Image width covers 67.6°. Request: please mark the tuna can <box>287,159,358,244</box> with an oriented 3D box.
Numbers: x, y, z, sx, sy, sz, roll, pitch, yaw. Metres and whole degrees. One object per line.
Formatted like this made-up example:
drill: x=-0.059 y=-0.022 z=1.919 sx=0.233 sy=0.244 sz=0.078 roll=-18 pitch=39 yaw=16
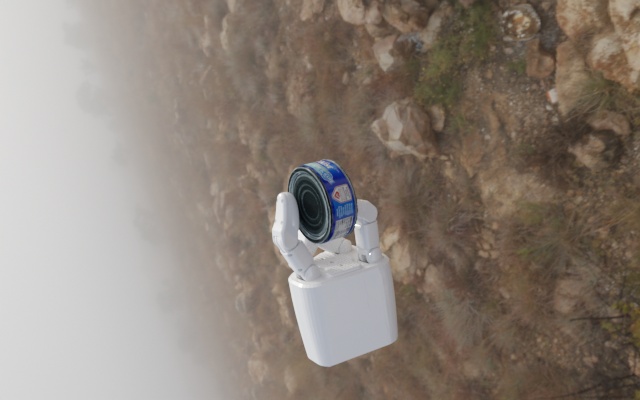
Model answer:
tuna can: x=0.000 y=0.002 z=0.502 sx=0.034 sy=0.086 sz=0.086 roll=-16 pitch=8 yaw=-31
